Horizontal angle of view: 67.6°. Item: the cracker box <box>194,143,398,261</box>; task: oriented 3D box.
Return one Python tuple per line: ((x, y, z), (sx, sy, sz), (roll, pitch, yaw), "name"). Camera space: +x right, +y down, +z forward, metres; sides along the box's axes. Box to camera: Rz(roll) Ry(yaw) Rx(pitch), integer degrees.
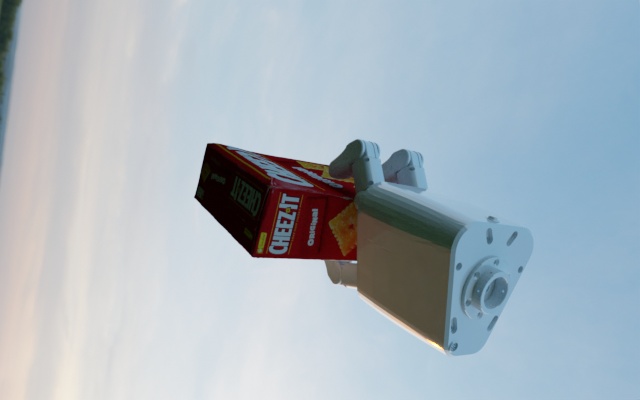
((0.000, 0.002, 0.498), (0.214, 0.072, 0.164), (7, 13, -34), "cracker box")
